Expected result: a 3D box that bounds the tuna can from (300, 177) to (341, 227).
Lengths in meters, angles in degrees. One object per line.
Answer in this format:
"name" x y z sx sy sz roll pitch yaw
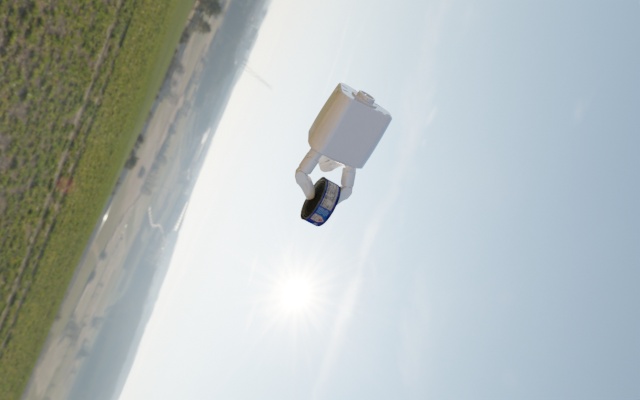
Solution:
"tuna can" 0.001 0.003 0.849 0.034 0.086 0.086 28 -9 -17
